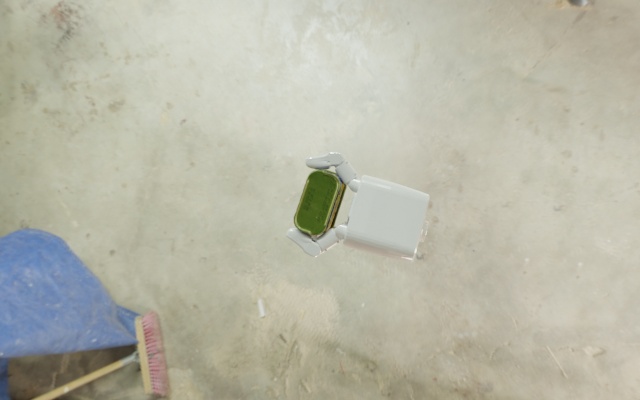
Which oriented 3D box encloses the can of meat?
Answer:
[{"bbox_3d":[0.000,0.002,0.740,0.057,0.102,0.084,19,4,7],"label":"can of meat"}]
